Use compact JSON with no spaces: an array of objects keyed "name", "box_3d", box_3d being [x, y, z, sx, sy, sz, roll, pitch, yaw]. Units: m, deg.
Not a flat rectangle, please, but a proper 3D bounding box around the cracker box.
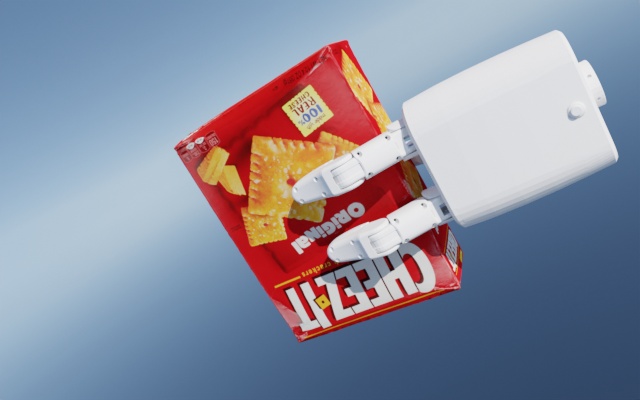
[{"name":"cracker box","box_3d":[0.000,0.001,0.411,0.164,0.214,0.072,-26,12,25]}]
